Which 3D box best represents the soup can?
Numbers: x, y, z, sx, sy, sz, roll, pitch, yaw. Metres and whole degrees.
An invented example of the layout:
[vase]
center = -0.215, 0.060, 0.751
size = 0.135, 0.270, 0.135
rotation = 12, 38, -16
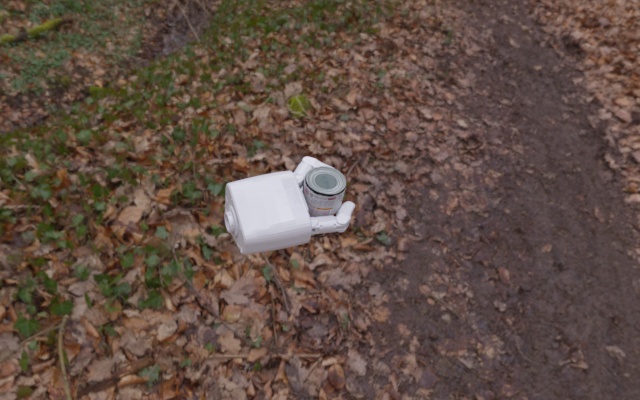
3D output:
[soup can]
center = 0.001, 0.002, 0.778
size = 0.068, 0.068, 0.102
rotation = 0, -44, -13
